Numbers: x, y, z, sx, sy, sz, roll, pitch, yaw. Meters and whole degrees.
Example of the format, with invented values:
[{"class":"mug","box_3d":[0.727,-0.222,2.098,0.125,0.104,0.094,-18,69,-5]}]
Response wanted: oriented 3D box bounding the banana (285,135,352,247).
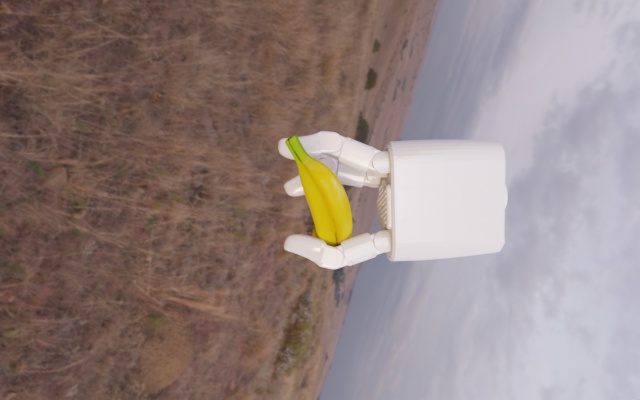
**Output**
[{"class":"banana","box_3d":[0.007,0.015,0.476,0.037,0.069,0.198,-22,-30,-7]}]
